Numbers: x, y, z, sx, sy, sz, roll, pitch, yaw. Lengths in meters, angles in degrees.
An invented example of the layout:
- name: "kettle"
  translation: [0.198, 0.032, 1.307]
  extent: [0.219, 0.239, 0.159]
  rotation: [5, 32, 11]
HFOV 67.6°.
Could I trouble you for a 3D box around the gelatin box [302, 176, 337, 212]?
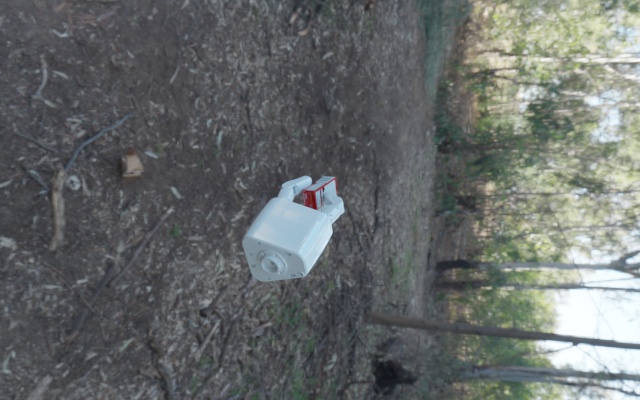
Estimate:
- name: "gelatin box"
  translation: [0.001, 0.003, 0.878]
  extent: [0.030, 0.073, 0.089]
  rotation: [6, 22, 27]
